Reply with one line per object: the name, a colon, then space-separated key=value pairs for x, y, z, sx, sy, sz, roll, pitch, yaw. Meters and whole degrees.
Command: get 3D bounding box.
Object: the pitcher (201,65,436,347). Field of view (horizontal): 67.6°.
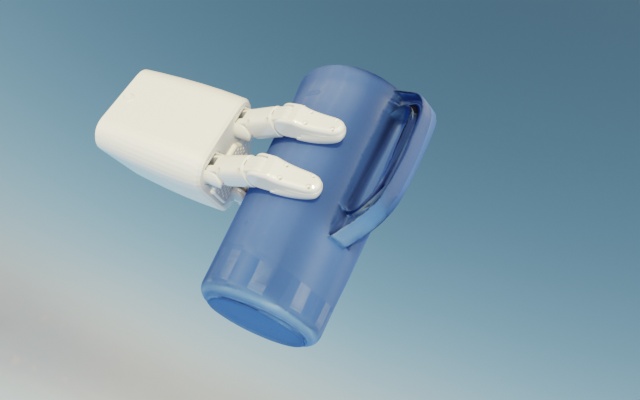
pitcher: x=0.000 y=0.001 z=0.435 sx=0.145 sy=0.242 sz=0.149 roll=21 pitch=-27 yaw=9
